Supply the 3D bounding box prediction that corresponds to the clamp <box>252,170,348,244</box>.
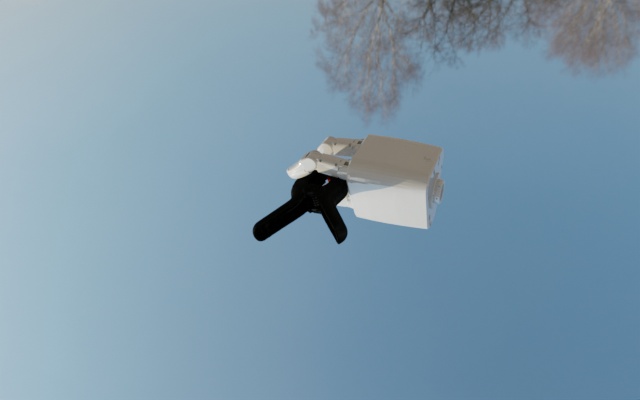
[{"bbox_3d":[0.000,0.002,0.627,0.120,0.039,0.171,11,41,22],"label":"clamp"}]
